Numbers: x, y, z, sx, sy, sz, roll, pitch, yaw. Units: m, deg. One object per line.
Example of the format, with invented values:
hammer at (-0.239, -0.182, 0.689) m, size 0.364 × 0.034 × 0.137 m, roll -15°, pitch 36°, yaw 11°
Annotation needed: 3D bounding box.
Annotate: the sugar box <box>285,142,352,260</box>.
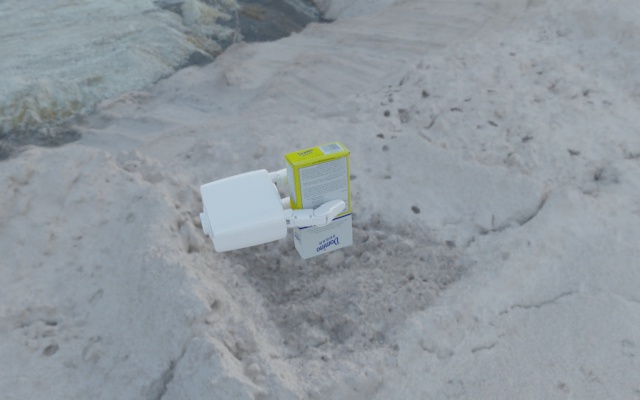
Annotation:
sugar box at (0.000, 0.002, 0.755) m, size 0.093 × 0.176 × 0.048 m, roll -15°, pitch 36°, yaw -18°
